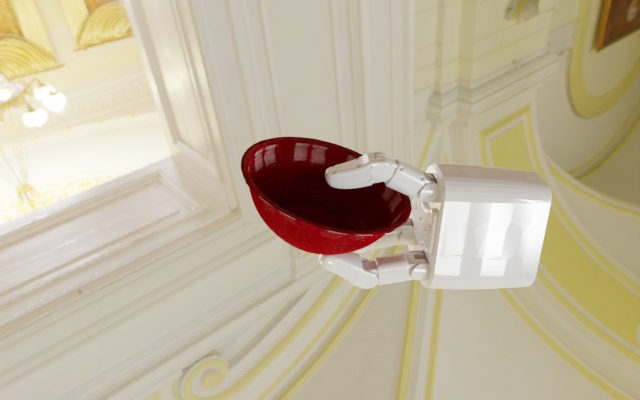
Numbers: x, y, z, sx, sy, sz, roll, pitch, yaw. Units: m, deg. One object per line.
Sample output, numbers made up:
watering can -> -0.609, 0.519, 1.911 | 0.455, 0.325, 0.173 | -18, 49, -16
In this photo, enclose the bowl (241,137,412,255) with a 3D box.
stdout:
bowl -> -0.001, 0.001, 0.450 | 0.162, 0.055, 0.162 | 14, 31, -9
